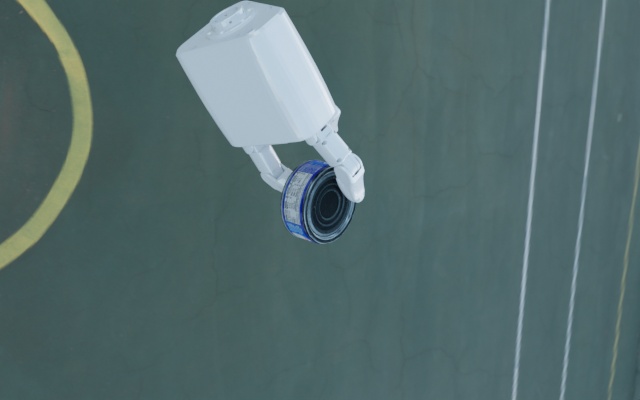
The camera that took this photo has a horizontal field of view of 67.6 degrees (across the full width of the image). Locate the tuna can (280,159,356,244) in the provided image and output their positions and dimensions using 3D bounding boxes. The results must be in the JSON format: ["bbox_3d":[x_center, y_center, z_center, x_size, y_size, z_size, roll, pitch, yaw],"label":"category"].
[{"bbox_3d":[0.001,0.002,0.499,0.033,0.086,0.086,15,10,40],"label":"tuna can"}]
